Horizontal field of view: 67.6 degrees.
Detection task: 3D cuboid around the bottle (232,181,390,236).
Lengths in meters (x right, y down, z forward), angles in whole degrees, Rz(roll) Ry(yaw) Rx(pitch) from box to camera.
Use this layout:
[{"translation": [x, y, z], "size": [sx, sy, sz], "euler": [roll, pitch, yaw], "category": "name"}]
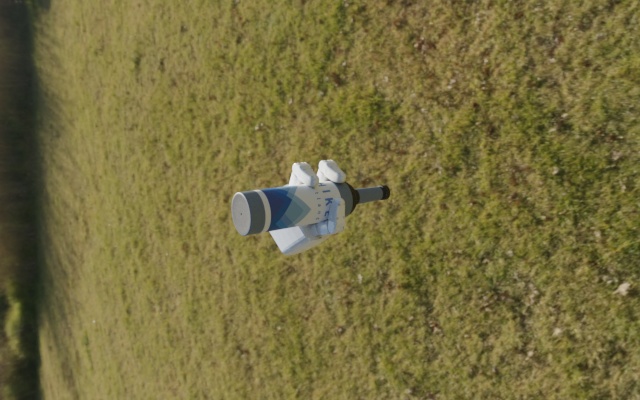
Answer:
[{"translation": [0.000, 0.003, 0.801], "size": [0.295, 0.069, 0.069], "euler": [-9, 5, -34], "category": "bottle"}]
